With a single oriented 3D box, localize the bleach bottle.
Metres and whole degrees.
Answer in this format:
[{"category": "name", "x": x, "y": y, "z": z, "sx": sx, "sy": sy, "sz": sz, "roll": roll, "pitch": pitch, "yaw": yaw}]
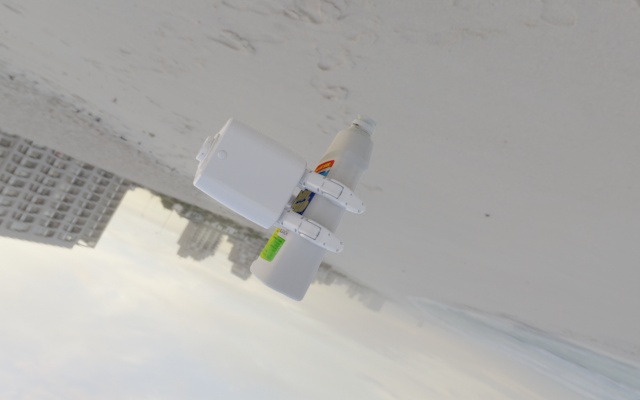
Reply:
[{"category": "bleach bottle", "x": 0.000, "y": 0.002, "z": 0.630, "sx": 0.068, "sy": 0.251, "sz": 0.102, "roll": 31, "pitch": -6, "yaw": -18}]
